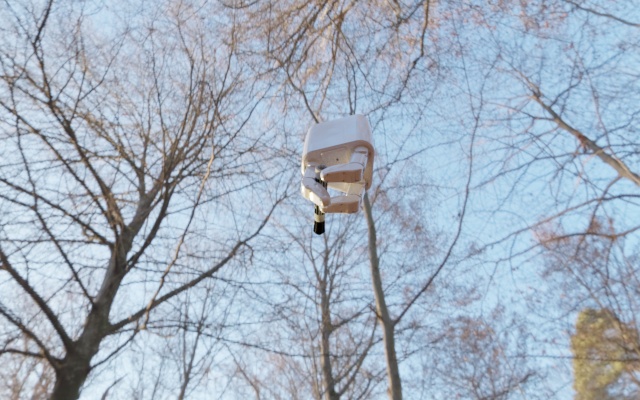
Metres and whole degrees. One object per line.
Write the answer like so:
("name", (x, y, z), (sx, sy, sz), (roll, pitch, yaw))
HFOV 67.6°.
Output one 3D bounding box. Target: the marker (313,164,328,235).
("marker", (0.000, 0.002, 0.712), (0.020, 0.121, 0.020), (2, 35, -1))
